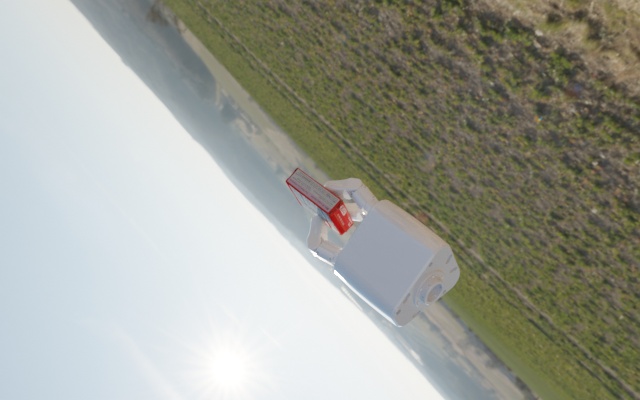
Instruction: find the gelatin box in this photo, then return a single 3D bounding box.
[{"bbox_3d":[0.000,0.002,0.663,0.089,0.030,0.073,36,-12,29],"label":"gelatin box"}]
